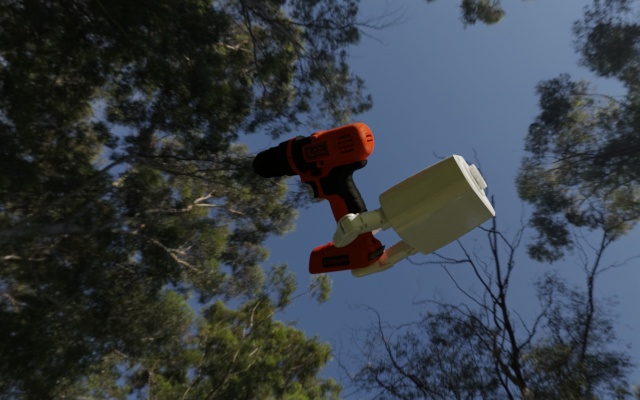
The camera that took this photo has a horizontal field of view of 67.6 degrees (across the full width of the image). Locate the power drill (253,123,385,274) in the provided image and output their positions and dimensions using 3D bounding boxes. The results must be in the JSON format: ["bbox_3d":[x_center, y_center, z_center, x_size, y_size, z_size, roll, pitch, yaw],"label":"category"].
[{"bbox_3d":[0.000,0.003,0.646,0.184,0.187,0.057,-11,7,33],"label":"power drill"}]
